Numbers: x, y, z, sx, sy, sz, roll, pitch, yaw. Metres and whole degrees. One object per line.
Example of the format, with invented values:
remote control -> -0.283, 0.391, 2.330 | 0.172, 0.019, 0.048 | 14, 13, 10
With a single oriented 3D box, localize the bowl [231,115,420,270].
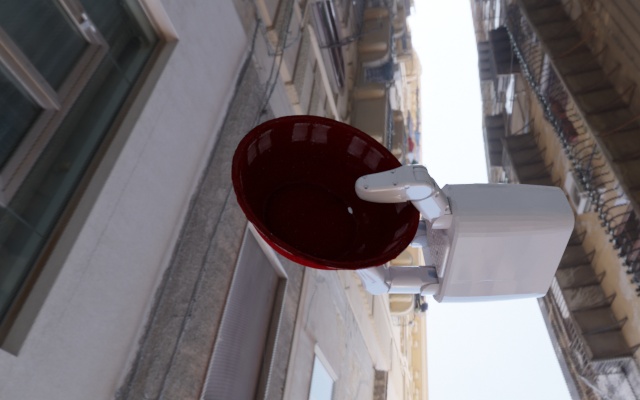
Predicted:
bowl -> -0.001, 0.001, 0.409 | 0.162, 0.162, 0.055 | 0, -37, -23
